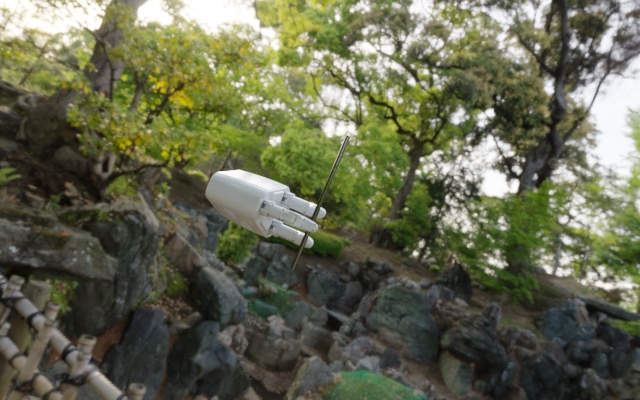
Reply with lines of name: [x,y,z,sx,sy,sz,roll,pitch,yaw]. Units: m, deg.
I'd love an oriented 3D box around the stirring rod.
stirring rod: [0.000,0.003,0.796,0.011,0.239,0.011,23,-3,1]
